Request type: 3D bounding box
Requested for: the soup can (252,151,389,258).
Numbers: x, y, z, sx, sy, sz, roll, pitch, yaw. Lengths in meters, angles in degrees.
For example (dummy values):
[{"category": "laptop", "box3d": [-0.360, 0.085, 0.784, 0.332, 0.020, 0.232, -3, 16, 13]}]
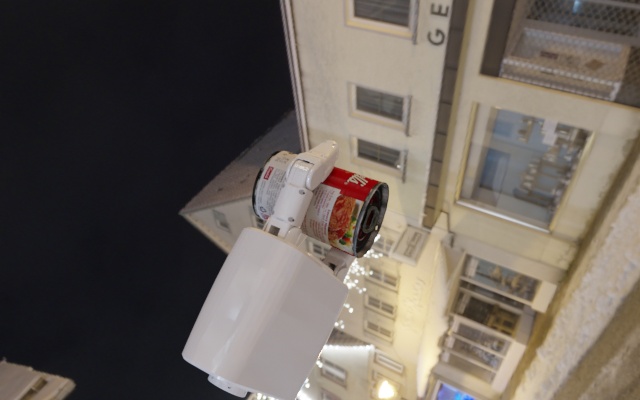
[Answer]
[{"category": "soup can", "box3d": [0.000, 0.001, 0.419, 0.102, 0.068, 0.068, 20, 7, 22]}]
